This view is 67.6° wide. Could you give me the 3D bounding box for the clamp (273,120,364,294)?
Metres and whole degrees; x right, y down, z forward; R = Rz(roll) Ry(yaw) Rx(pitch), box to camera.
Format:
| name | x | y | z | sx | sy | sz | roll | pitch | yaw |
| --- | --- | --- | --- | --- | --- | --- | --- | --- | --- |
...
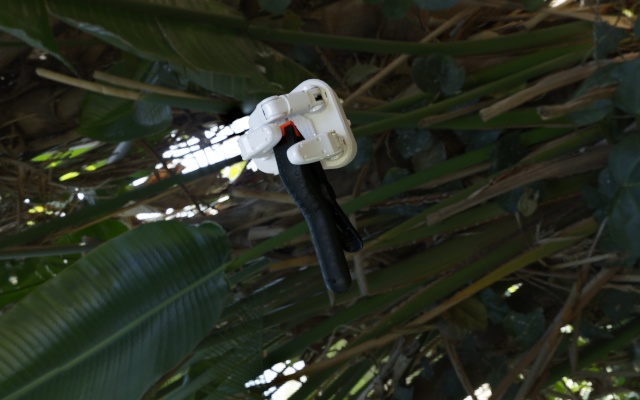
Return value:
| name | x | y | z | sx | sy | sz | roll | pitch | yaw |
| --- | --- | --- | --- | --- | --- | --- | --- | --- | --- |
| clamp | -0.001 | 0.002 | 0.493 | 0.039 | 0.171 | 0.120 | -21 | 1 | 11 |
